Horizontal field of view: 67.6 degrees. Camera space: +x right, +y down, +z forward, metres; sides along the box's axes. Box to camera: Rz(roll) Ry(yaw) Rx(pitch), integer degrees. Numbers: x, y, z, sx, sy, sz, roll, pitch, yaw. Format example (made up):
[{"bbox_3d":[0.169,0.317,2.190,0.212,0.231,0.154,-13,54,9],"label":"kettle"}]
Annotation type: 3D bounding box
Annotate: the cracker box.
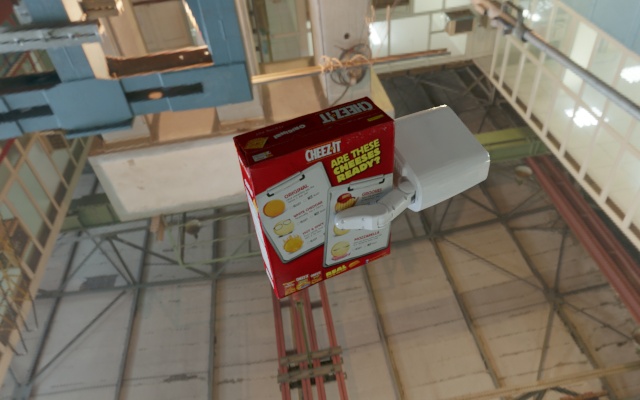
[{"bbox_3d":[0.000,0.002,0.568,0.164,0.214,0.072,-20,44,-14],"label":"cracker box"}]
